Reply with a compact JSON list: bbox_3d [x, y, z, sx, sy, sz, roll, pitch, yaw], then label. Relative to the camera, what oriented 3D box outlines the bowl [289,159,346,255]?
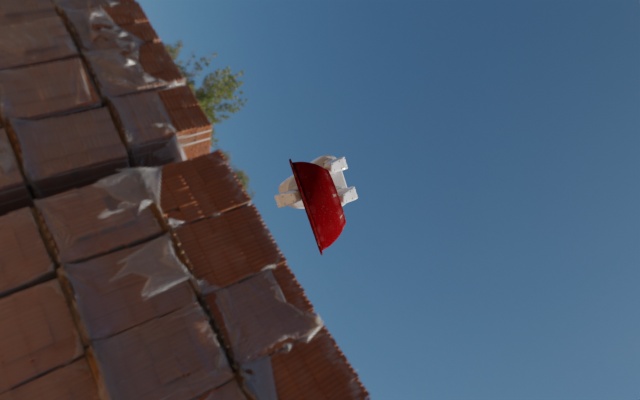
[{"bbox_3d":[0.001,0.003,0.759,0.055,0.162,0.162,-19,1,-2],"label":"bowl"}]
